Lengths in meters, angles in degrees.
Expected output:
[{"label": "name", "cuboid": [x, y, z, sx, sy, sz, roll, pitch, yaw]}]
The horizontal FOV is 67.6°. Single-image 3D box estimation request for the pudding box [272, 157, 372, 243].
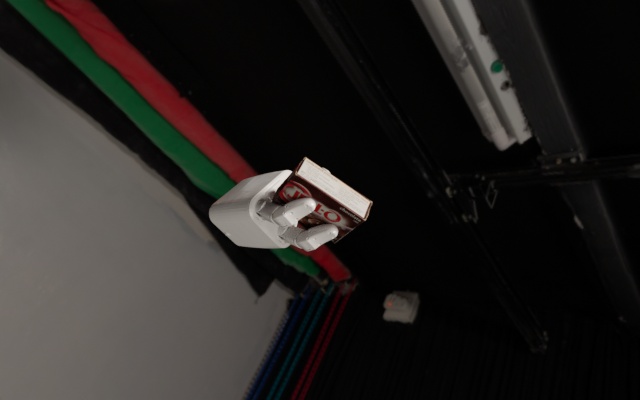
[{"label": "pudding box", "cuboid": [0.000, 0.002, 0.652, 0.113, 0.039, 0.090, 32, -34, -10]}]
